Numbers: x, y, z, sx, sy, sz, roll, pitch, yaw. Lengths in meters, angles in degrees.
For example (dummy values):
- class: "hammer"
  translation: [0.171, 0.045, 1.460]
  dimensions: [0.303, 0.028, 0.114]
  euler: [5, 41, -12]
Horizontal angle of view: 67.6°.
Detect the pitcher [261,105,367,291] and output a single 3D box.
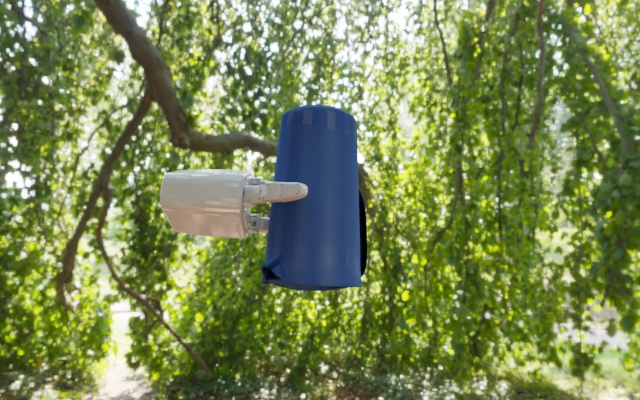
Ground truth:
- class: "pitcher"
  translation: [0.000, 0.002, 0.661]
  dimensions: [0.145, 0.242, 0.149]
  euler: [3, -10, 1]
